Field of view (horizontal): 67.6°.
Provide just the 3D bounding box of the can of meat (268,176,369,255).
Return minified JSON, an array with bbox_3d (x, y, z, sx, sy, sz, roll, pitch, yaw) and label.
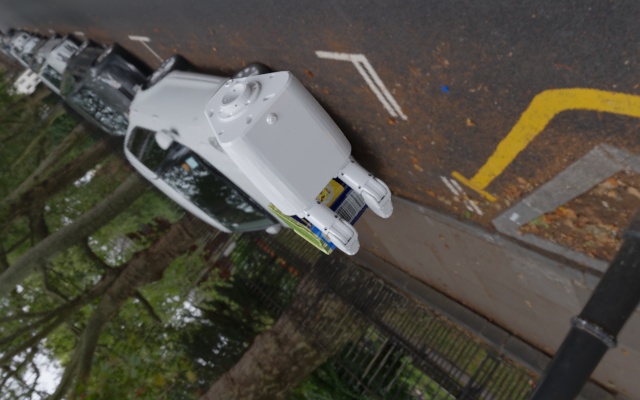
[{"bbox_3d":[0.000,0.002,0.542,0.102,0.084,0.057,30,-14,46],"label":"can of meat"}]
